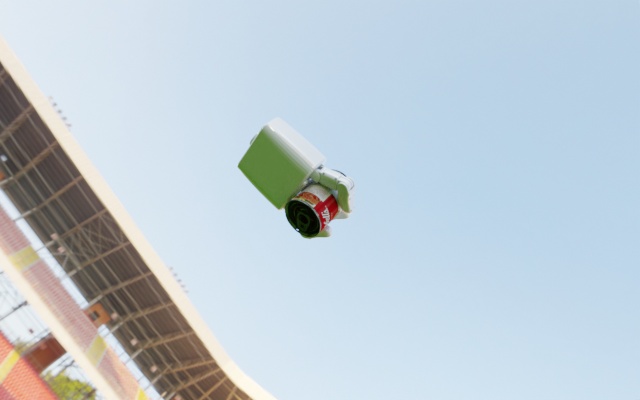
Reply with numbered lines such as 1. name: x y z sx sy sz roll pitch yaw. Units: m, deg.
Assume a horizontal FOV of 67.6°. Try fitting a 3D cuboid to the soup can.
1. soup can: 0.001 0.003 0.761 0.068 0.068 0.102 0 31 41
